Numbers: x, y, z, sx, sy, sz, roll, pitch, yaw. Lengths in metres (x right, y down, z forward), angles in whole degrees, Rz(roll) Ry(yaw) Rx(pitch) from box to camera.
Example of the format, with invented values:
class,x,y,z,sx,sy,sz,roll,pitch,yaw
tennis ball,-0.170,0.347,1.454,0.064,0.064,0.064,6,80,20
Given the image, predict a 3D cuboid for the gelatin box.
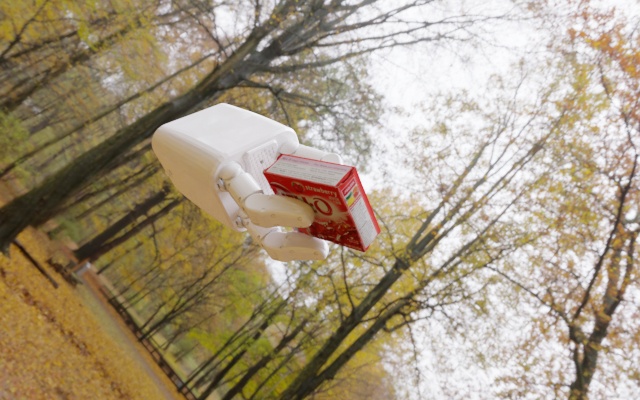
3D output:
class,x,y,z,sx,sy,sz,roll,pitch,yaw
gelatin box,0.001,0.001,0.409,0.089,0.073,0.030,14,51,41
